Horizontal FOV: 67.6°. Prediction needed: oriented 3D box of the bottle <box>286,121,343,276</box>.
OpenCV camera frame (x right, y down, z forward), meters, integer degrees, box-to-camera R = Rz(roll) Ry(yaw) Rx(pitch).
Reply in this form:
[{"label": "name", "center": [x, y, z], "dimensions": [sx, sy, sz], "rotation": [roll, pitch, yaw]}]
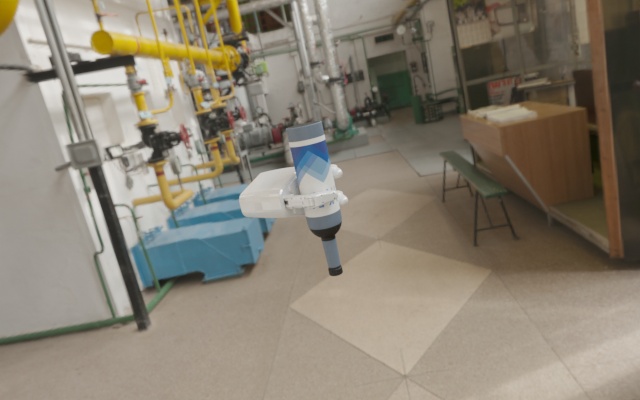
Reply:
[{"label": "bottle", "center": [0.000, 0.003, 0.898], "dimensions": [0.069, 0.296, 0.069], "rotation": [-12, 14, 3]}]
